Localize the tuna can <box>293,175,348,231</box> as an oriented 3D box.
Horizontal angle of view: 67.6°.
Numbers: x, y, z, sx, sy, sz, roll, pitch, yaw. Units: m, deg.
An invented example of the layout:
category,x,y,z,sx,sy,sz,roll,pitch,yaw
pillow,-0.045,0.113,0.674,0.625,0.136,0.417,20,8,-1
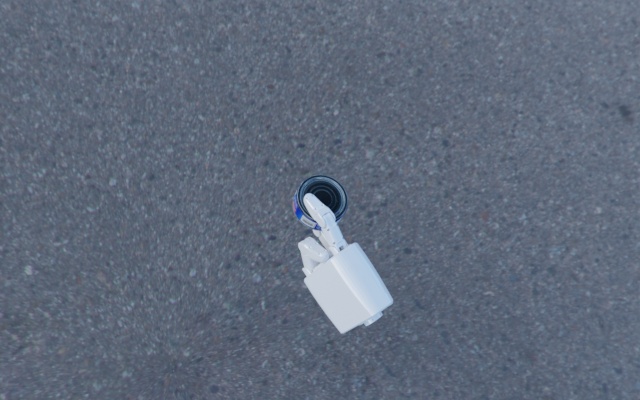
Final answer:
category,x,y,z,sx,sy,sz,roll,pitch,yaw
tuna can,0.000,0.002,0.762,0.086,0.086,0.034,0,-24,-14
